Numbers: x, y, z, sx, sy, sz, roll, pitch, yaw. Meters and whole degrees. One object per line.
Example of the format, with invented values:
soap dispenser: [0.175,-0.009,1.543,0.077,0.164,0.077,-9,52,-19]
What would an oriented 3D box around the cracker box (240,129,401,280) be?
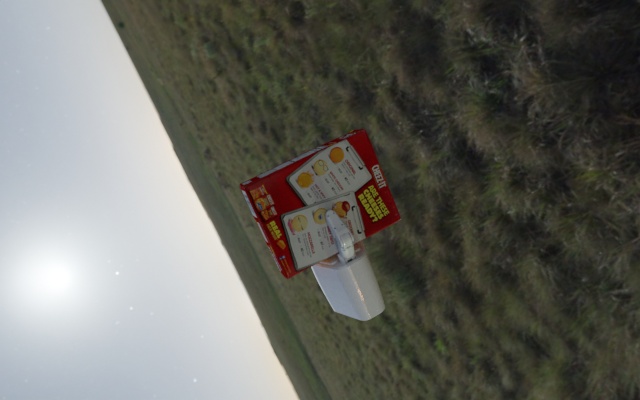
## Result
cracker box: [0.000,0.003,0.773,0.213,0.164,0.072,-27,14,-12]
